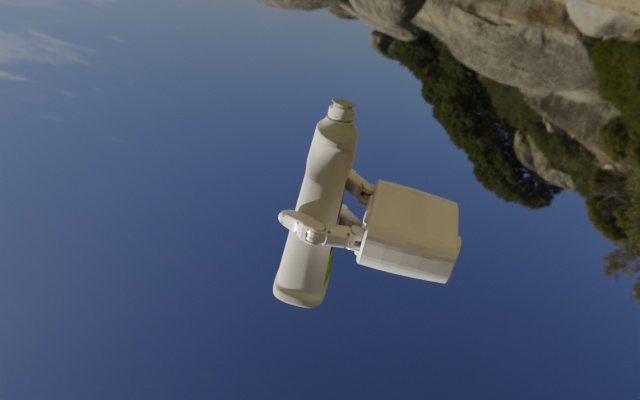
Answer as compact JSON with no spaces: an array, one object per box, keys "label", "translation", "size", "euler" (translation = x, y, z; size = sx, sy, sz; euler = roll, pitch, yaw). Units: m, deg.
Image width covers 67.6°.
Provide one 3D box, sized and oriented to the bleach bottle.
[{"label":"bleach bottle","translation":[0.000,0.002,0.589],"size":[0.068,0.251,0.102],"euler":[14,25,3]}]
